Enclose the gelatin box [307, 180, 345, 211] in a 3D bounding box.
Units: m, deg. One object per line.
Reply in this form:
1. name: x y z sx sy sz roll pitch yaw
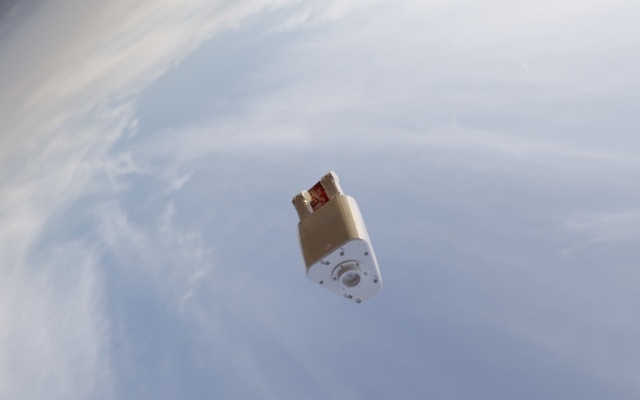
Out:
1. gelatin box: 0.000 0.003 0.775 0.073 0.030 0.089 -41 24 0
